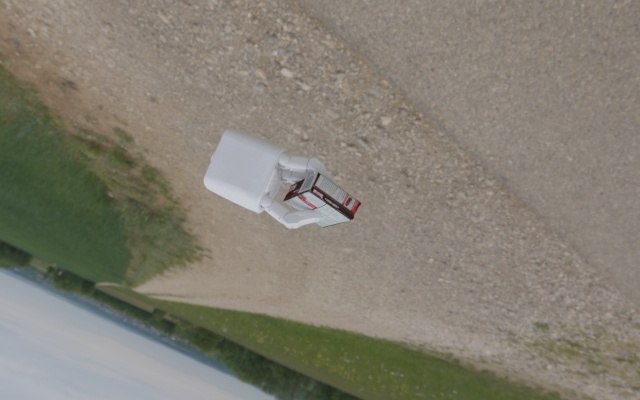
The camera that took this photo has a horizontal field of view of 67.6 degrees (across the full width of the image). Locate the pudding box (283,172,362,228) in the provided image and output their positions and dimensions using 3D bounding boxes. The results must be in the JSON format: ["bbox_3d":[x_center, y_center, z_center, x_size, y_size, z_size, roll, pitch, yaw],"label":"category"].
[{"bbox_3d":[0.000,0.003,0.790,0.090,0.039,0.113,34,-20,-17],"label":"pudding box"}]
